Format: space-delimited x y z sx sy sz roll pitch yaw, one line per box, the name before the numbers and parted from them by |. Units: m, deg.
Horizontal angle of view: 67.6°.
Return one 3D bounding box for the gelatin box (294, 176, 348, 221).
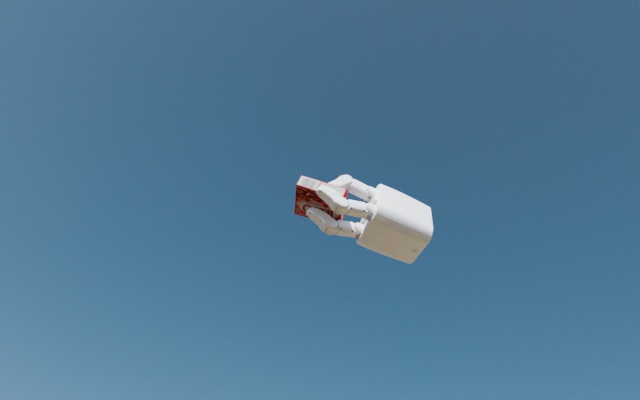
gelatin box | 0.000 0.002 0.842 0.089 0.073 0.030 17 45 10
